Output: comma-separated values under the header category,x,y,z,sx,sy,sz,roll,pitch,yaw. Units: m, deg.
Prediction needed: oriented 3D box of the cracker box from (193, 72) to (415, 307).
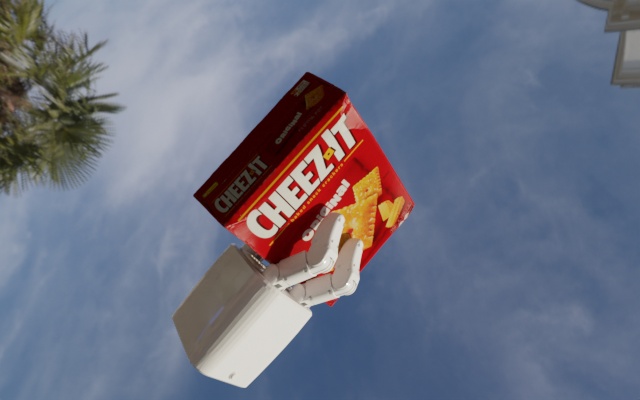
category,x,y,z,sx,sy,sz,roll,pitch,yaw
cracker box,0.000,0.002,0.510,0.072,0.164,0.214,37,-7,40
